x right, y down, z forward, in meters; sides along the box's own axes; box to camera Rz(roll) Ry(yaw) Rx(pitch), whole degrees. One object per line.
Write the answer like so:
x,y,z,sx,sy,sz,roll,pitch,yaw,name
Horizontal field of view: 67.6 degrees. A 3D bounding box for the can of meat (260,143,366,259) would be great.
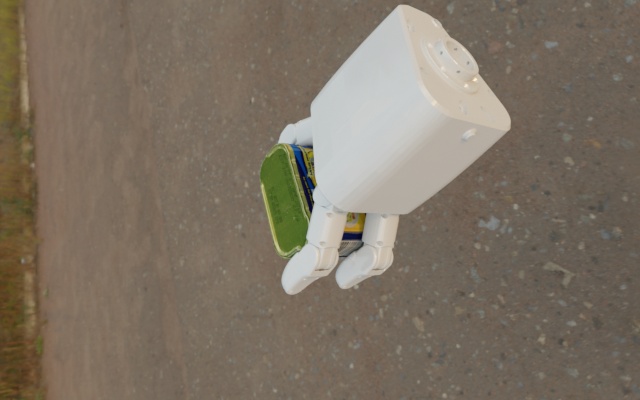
0.000,0.001,0.418,0.084,0.102,0.057,4,-31,-39,can of meat
